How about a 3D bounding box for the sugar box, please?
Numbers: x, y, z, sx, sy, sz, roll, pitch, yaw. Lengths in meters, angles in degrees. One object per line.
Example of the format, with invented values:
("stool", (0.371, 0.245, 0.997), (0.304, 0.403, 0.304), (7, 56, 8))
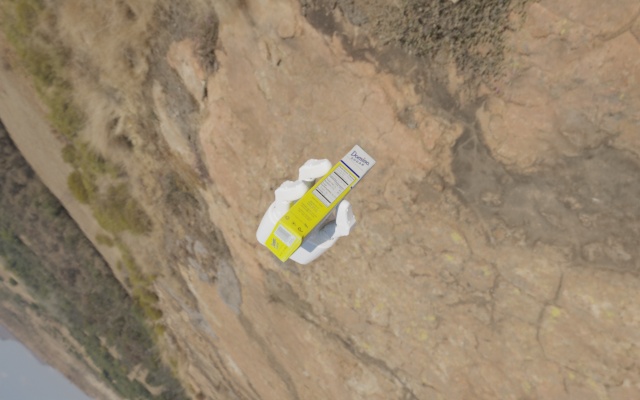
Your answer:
("sugar box", (0.000, 0.002, 0.680), (0.176, 0.048, 0.093), (-48, -2, -31))
